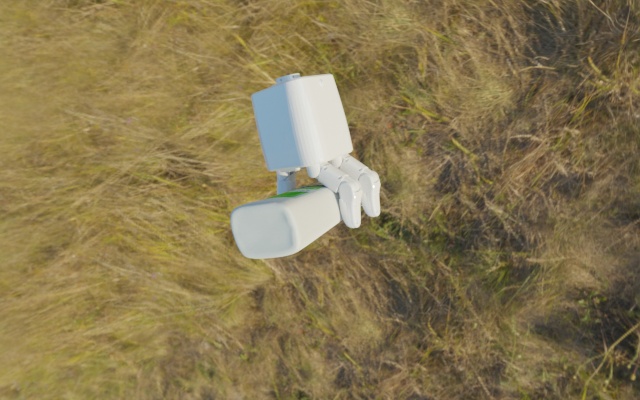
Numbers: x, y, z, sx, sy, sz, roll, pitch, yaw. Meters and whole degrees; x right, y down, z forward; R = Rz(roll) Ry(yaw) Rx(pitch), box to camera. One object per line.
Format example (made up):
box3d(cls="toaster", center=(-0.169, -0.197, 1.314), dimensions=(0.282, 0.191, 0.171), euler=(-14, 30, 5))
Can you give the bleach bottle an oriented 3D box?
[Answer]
box3d(cls="bleach bottle", center=(0.000, 0.002, 0.644), dimensions=(0.102, 0.068, 0.250), euler=(-8, 11, 34))
